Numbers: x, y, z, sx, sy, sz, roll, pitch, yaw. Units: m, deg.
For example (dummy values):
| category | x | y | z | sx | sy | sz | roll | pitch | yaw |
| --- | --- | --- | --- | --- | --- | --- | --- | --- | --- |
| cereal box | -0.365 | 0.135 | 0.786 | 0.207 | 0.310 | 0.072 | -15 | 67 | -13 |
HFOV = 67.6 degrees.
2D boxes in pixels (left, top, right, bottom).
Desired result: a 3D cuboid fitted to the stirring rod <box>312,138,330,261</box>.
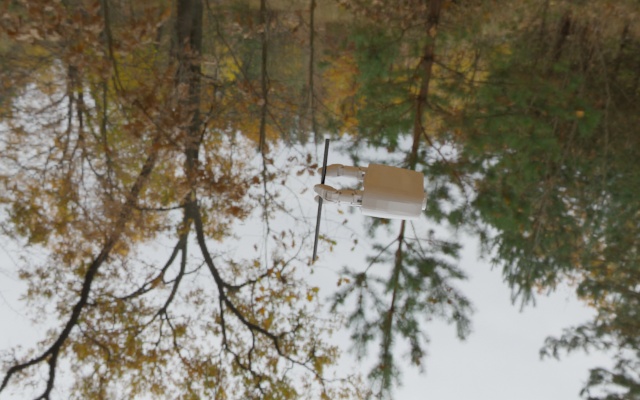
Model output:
| category | x | y | z | sx | sy | sz | roll | pitch | yaw |
| --- | --- | --- | --- | --- | --- | --- | --- | --- | --- |
| stirring rod | 0.000 | 0.003 | 0.896 | 0.011 | 0.240 | 0.011 | 6 | 18 | -2 |
